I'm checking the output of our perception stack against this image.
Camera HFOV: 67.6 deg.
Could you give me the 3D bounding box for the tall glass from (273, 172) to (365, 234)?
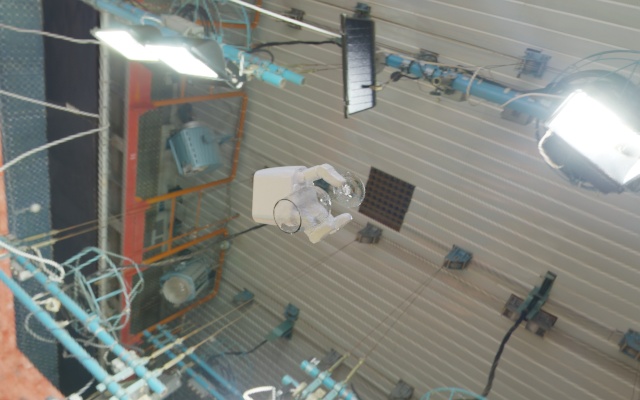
[{"bbox_3d":[0.001,0.003,0.884,0.079,0.079,0.201,0,14,36],"label":"tall glass"}]
